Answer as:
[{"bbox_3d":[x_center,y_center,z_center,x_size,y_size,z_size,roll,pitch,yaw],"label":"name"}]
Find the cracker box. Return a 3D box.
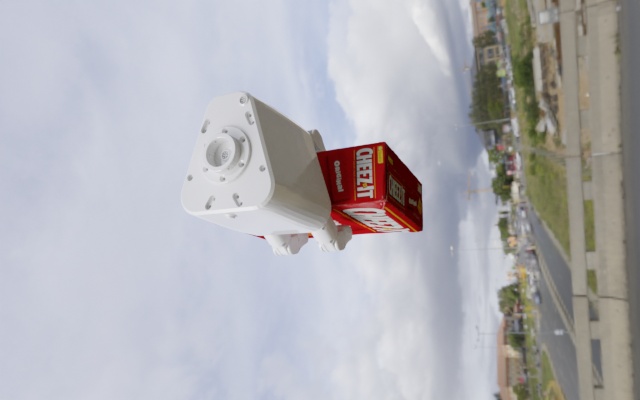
[{"bbox_3d":[0.000,0.002,0.572,0.214,0.072,0.164,-6,-15,24],"label":"cracker box"}]
